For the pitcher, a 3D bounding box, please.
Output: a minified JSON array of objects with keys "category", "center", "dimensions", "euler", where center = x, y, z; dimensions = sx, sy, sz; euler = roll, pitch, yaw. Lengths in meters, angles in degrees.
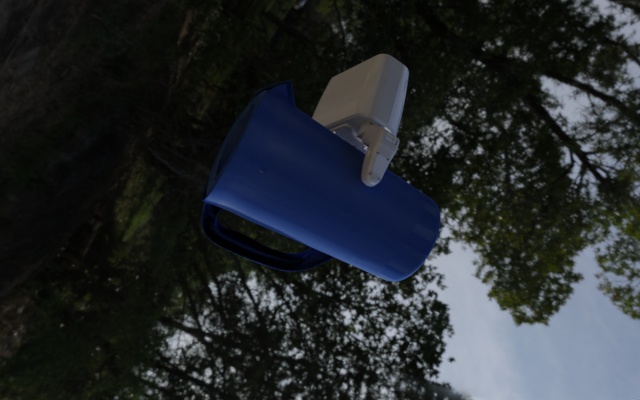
[{"category":"pitcher","center":[0.000,0.002,0.521],"dimensions":[0.243,0.145,0.149],"euler":[29,-33,-17]}]
